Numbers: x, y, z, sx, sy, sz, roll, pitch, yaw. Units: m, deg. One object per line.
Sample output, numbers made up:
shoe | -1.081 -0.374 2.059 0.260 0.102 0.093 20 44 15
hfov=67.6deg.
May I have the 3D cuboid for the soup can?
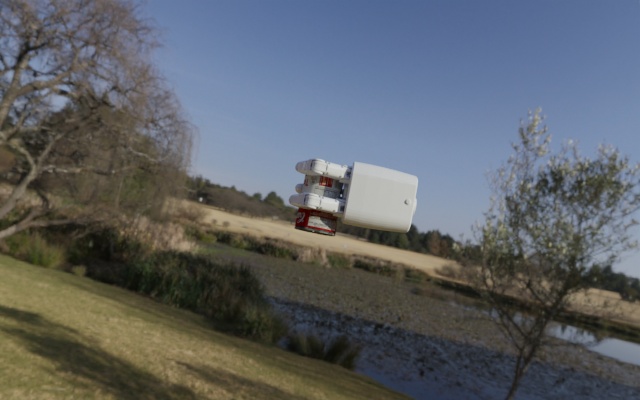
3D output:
soup can | 0.000 0.002 0.782 0.068 0.102 0.068 11 -7 1
